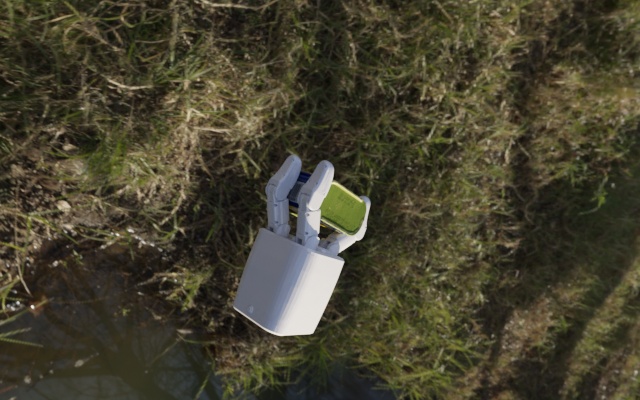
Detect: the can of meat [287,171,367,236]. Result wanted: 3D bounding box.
[{"bbox_3d":[0.000,0.002,0.623,0.084,0.057,0.102,19,-9,45],"label":"can of meat"}]
